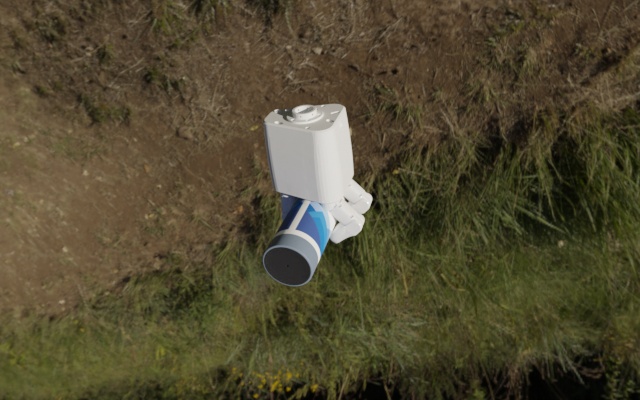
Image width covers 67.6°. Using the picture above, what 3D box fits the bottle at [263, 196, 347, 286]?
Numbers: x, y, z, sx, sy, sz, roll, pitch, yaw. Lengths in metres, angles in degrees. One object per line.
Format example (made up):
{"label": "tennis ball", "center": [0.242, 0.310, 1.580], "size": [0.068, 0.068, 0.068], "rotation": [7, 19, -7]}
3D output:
{"label": "bottle", "center": [0.000, 0.003, 0.708], "size": [0.069, 0.069, 0.295], "rotation": [0, 33, 20]}
